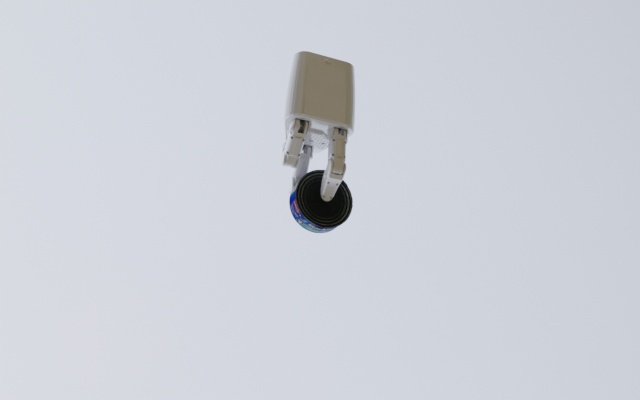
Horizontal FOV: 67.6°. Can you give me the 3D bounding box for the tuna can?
[{"bbox_3d":[0.000,0.002,0.672,0.086,0.086,0.034,0,-19,-23],"label":"tuna can"}]
